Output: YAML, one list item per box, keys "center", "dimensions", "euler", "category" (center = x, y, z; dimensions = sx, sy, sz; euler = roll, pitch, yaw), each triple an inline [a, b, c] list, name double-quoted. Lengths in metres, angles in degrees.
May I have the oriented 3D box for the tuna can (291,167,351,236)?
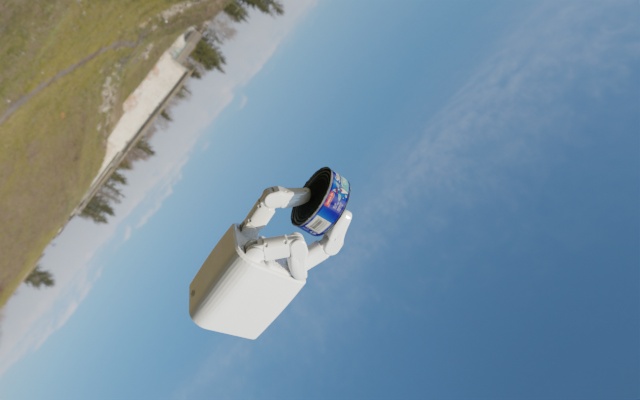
- center: [0.001, 0.002, 0.608]
  dimensions: [0.034, 0.086, 0.086]
  euler: [31, -13, -22]
  category: "tuna can"
